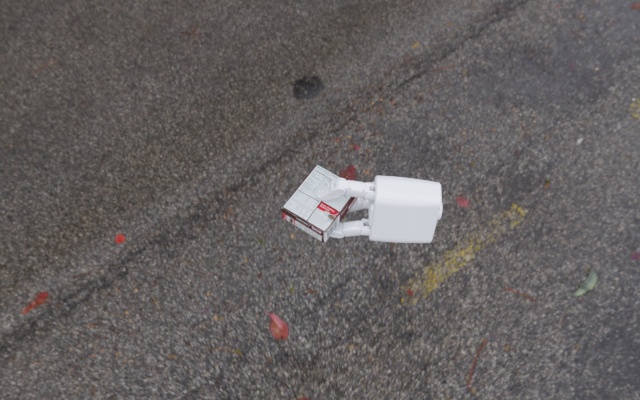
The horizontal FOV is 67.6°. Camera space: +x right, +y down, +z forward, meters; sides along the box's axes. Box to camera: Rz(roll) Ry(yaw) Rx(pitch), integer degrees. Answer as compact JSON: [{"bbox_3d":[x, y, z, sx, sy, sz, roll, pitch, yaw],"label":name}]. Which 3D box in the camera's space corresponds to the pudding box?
[{"bbox_3d":[0.000,0.003,0.817,0.090,0.113,0.039,30,-29,16],"label":"pudding box"}]
